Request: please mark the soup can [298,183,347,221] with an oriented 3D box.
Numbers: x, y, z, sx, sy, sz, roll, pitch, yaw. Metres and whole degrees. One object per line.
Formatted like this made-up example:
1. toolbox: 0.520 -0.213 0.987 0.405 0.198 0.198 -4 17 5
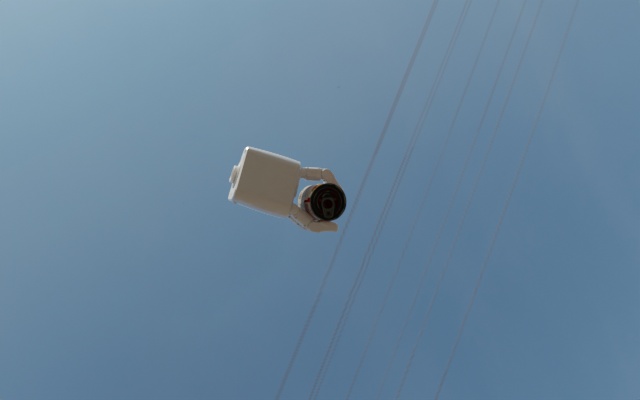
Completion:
1. soup can: 0.001 0.003 0.892 0.068 0.068 0.102 0 0 -16
